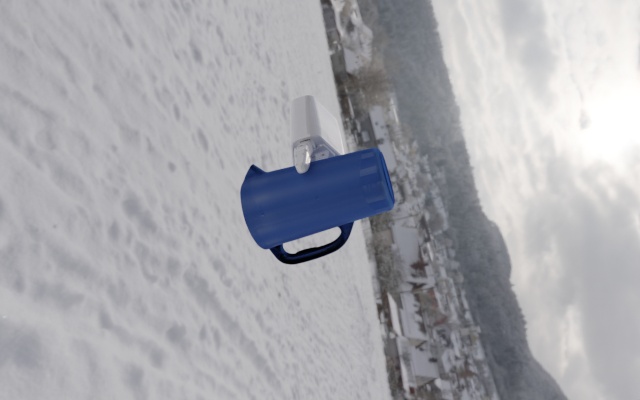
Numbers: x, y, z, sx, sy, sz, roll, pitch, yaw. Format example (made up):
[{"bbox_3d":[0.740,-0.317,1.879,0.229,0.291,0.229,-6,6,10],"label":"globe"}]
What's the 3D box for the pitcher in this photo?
[{"bbox_3d":[0.000,0.002,0.813,0.243,0.145,0.149,-15,-36,12],"label":"pitcher"}]
